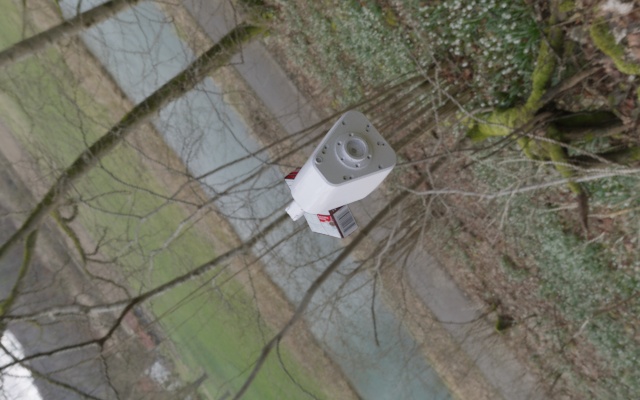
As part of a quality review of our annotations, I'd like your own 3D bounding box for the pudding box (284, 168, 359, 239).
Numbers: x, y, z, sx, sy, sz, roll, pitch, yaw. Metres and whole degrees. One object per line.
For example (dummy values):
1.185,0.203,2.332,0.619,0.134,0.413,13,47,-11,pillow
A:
0.000,0.003,0.755,0.039,0.113,0.090,-36,23,-26,pudding box
